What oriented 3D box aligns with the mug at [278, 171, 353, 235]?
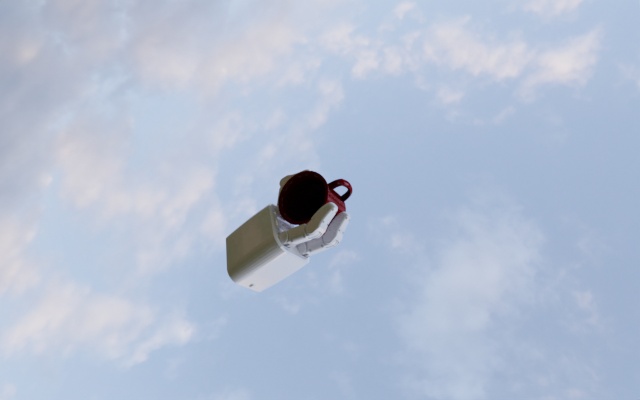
[{"bbox_3d":[0.001,0.002,0.788,0.117,0.093,0.081,-33,-34,14],"label":"mug"}]
